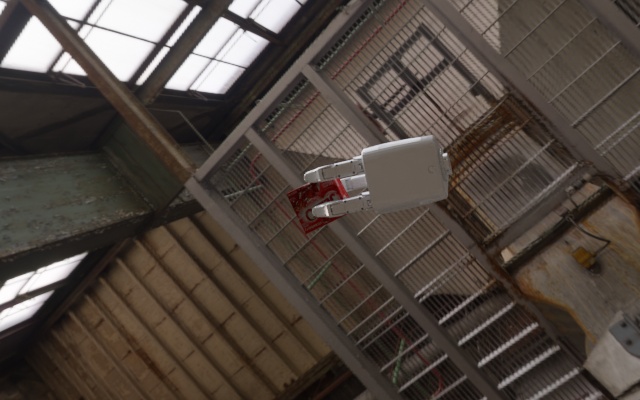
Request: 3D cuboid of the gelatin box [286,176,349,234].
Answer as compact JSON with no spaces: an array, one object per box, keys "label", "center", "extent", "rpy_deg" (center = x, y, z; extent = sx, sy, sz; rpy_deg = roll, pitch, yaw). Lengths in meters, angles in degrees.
[{"label":"gelatin box","center":[0.000,0.003,0.761],"extent":[0.089,0.073,0.030],"rpy_deg":[-26,0,25]}]
